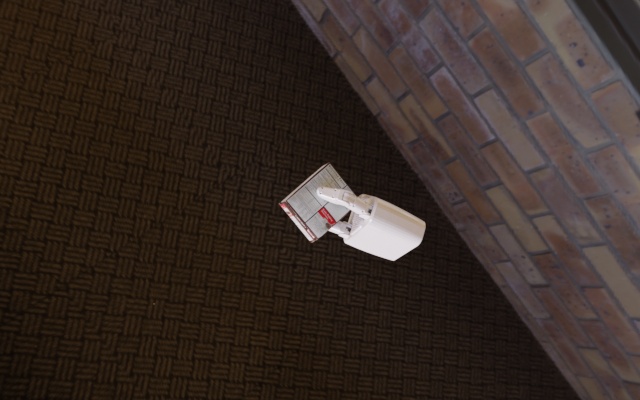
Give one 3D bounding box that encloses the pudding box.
[{"bbox_3d":[0.000,0.003,0.825,0.113,0.090,0.039,-42,6,-23],"label":"pudding box"}]
